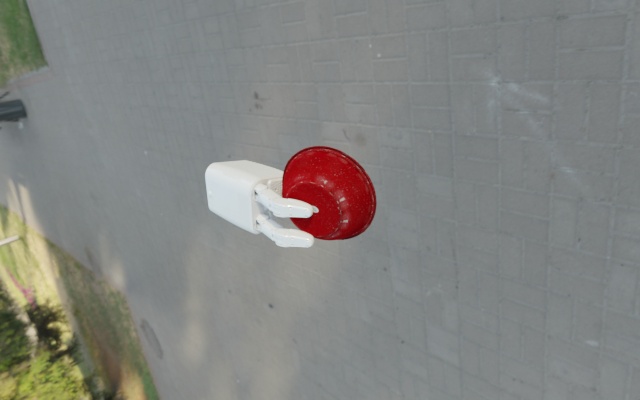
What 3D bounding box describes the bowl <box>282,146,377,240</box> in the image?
[{"bbox_3d":[0.001,0.003,0.719,0.162,0.162,0.055,0,27,29],"label":"bowl"}]
